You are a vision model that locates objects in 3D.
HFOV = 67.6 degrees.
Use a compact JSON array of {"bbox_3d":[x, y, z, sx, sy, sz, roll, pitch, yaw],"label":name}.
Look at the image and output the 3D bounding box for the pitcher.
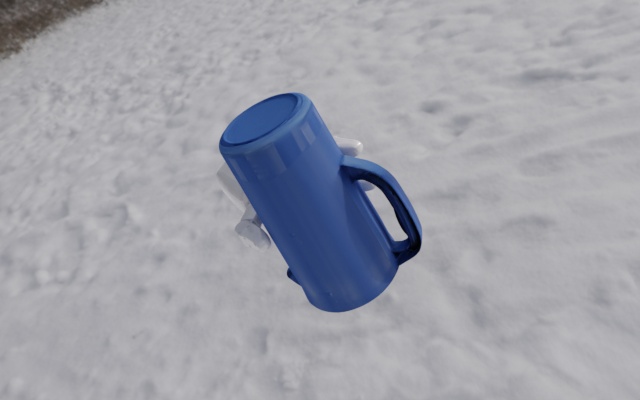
[{"bbox_3d":[0.000,0.002,0.544,0.149,0.243,0.145,-39,34,-14],"label":"pitcher"}]
